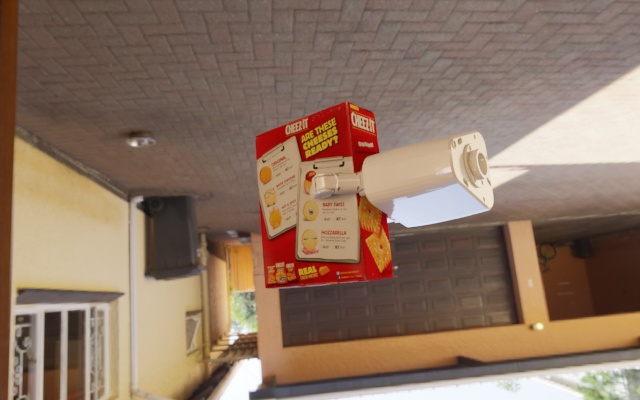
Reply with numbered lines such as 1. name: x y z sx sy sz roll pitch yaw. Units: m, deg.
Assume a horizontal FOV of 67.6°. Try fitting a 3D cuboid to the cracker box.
1. cracker box: 0.000 0.002 0.623 0.164 0.213 0.072 -13 -13 38
